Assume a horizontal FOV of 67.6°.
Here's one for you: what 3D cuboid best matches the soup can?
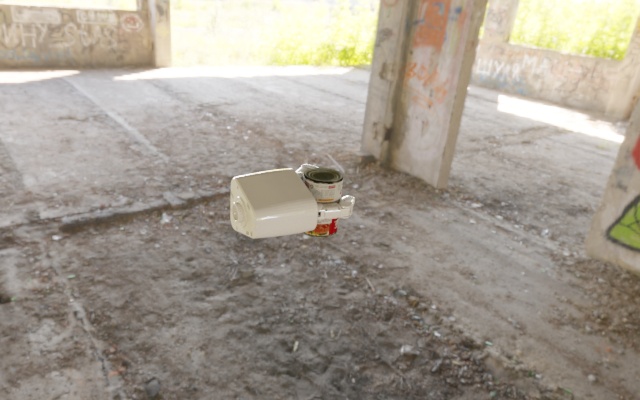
[{"bbox_3d":[0.001,0.002,0.807,0.068,0.102,0.068,5,24,-2],"label":"soup can"}]
